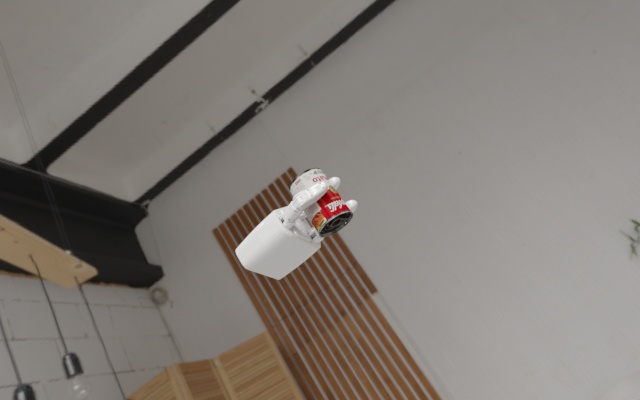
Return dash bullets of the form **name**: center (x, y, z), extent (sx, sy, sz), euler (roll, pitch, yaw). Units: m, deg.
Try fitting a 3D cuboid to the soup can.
- **soup can**: center (0.000, 0.002, 0.818), extent (0.068, 0.102, 0.068), euler (-29, -24, -14)
